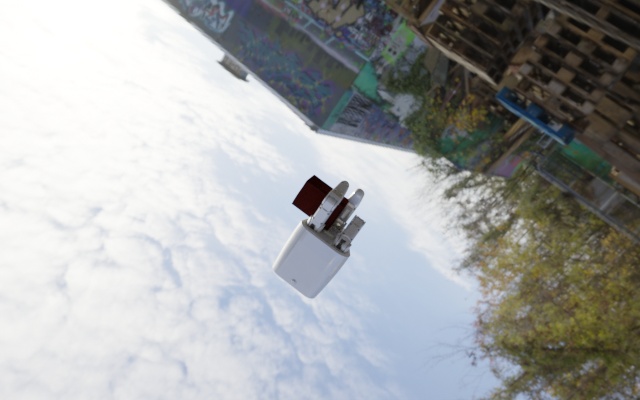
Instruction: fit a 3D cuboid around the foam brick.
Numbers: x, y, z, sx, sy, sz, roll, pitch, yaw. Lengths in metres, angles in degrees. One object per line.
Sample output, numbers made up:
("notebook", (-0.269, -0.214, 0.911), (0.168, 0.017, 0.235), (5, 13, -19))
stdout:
("foam brick", (0.000, 0.002, 0.811), (0.078, 0.051, 0.053), (37, 20, 5))
